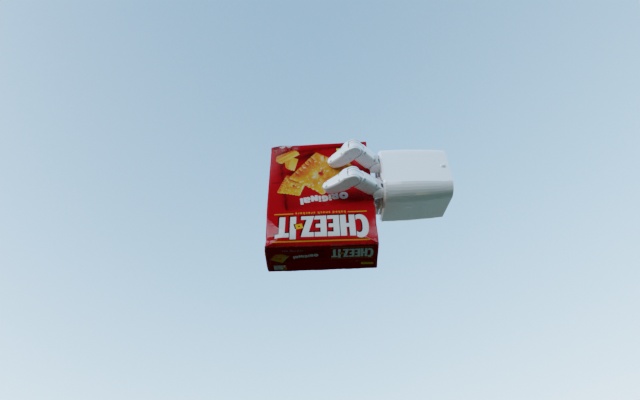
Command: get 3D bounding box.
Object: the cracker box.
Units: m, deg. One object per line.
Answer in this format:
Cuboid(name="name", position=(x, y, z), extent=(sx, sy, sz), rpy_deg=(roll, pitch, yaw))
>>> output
Cuboid(name="cracker box", position=(0.000, 0.002, 0.751), extent=(0.164, 0.213, 0.072), rpy_deg=(-3, -42, 1))
